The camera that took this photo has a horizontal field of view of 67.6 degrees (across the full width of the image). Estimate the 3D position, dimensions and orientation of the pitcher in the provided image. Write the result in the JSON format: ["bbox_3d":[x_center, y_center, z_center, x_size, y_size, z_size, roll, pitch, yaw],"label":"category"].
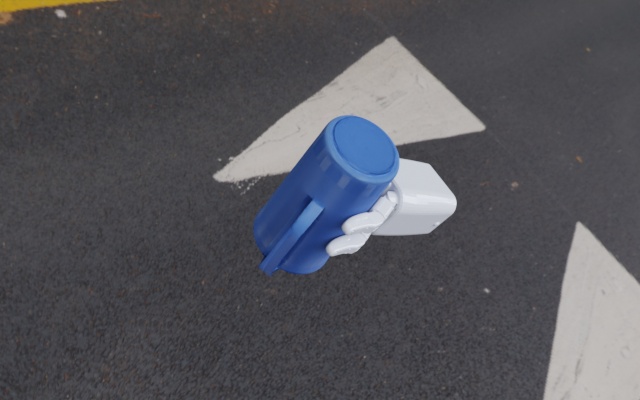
[{"bbox_3d":[0.000,0.002,0.669,0.145,0.149,0.243,4,-34,-27],"label":"pitcher"}]
